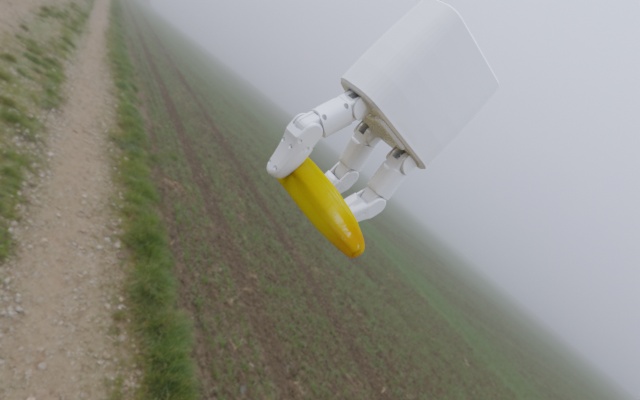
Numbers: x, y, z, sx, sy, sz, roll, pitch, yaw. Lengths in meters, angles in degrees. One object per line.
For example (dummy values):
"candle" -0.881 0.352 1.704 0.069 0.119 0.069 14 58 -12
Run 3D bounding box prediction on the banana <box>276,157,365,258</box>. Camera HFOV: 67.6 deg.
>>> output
"banana" -0.012 -0.013 0.443 0.037 0.070 0.197 -40 25 -2
